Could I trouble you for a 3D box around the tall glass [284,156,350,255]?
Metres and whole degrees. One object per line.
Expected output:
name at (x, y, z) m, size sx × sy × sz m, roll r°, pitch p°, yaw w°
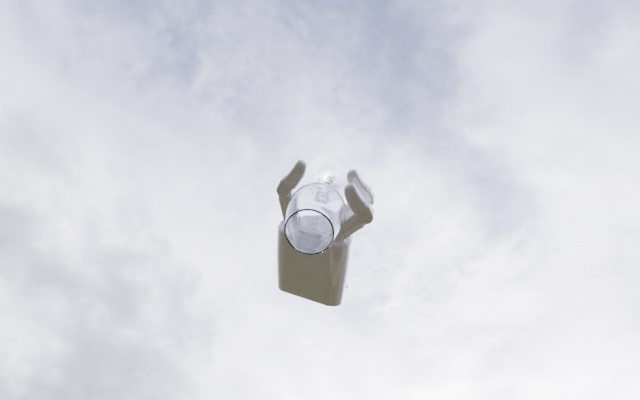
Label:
tall glass at (0.000, 0.002, 0.667) m, size 0.079 × 0.079 × 0.201 m, roll 0°, pitch 21°, yaw 9°
